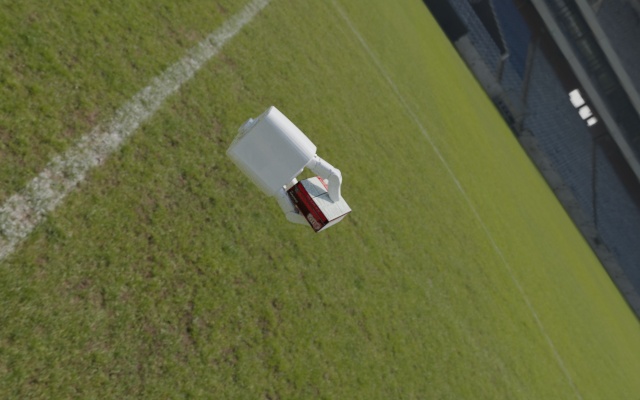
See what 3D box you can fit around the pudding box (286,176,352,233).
[{"bbox_3d":[0.000,0.003,0.852,0.039,0.090,0.113,-39,-8,27],"label":"pudding box"}]
